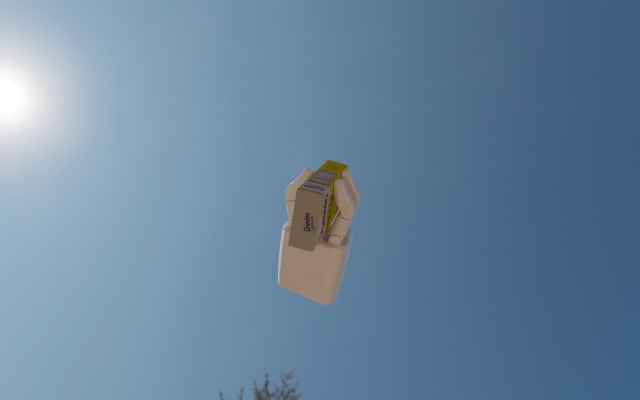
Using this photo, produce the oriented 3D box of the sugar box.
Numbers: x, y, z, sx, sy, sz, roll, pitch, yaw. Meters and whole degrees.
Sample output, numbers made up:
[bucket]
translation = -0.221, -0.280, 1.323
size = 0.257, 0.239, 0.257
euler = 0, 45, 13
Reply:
[sugar box]
translation = 0.001, 0.003, 0.746
size = 0.048, 0.093, 0.176
euler = 13, 21, 8
